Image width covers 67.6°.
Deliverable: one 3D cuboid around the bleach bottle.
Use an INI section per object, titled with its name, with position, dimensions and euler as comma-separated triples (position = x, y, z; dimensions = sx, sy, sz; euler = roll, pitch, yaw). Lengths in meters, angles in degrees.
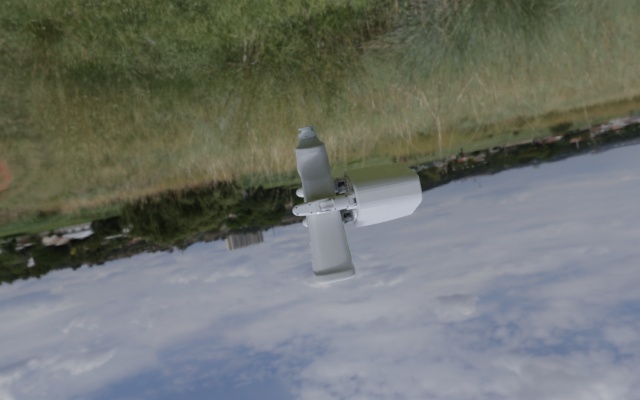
[bleach bottle]
position = 0.000, 0.003, 0.787
dimensions = 0.068, 0.251, 0.102
euler = -11, 1, -4
